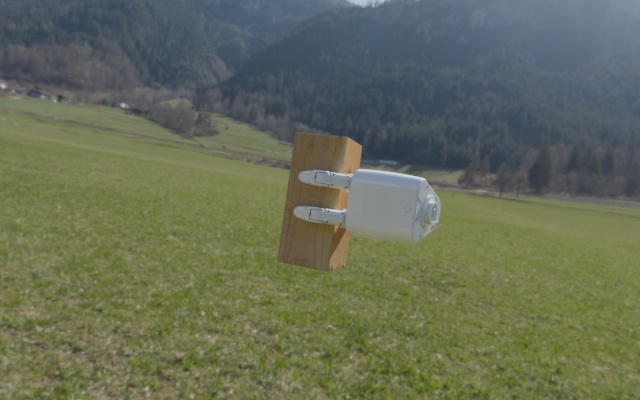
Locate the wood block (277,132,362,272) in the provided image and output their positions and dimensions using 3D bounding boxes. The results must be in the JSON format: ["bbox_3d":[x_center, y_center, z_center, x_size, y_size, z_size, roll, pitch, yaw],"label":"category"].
[{"bbox_3d":[0.001,0.002,0.775,0.090,0.206,0.091,8,0,21],"label":"wood block"}]
